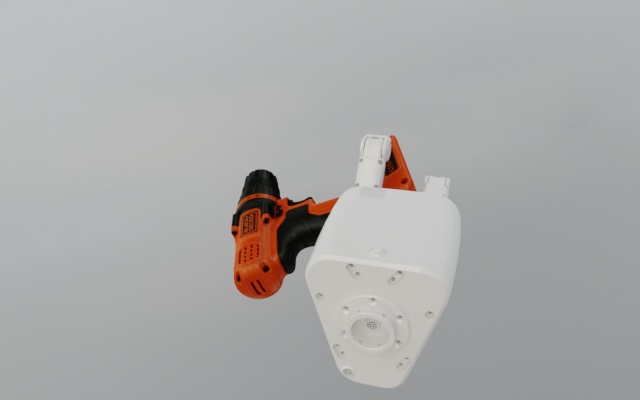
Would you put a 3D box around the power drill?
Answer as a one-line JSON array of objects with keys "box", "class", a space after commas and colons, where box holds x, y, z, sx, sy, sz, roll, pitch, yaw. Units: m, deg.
[{"box": [0.000, 0.002, 0.483, 0.187, 0.057, 0.184, -22, 36, 10], "class": "power drill"}]
